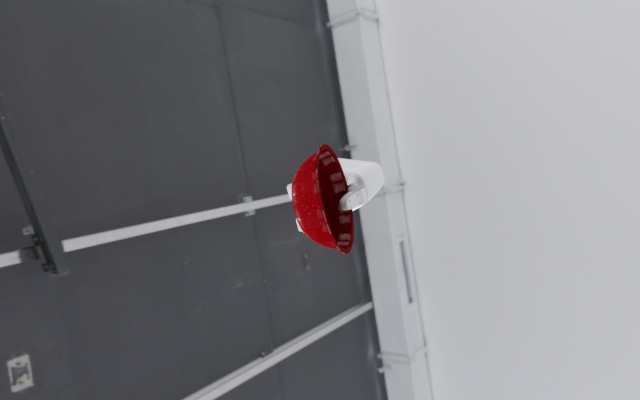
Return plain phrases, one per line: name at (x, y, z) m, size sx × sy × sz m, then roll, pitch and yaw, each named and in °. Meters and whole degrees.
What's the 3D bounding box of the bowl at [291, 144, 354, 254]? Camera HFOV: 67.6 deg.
bowl at (-0.001, 0.002, 0.698) m, size 0.055 × 0.162 × 0.162 m, roll -12°, pitch -3°, yaw 16°
